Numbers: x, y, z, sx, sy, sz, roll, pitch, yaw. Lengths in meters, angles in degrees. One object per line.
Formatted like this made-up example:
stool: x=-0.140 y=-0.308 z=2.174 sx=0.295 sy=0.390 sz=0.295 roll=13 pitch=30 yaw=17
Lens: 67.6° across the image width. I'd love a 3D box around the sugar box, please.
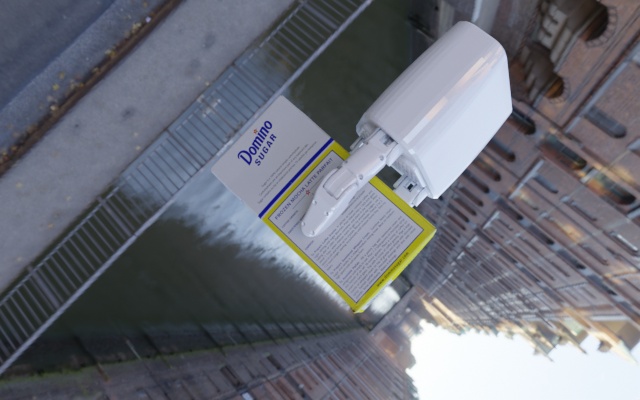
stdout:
sugar box: x=0.000 y=0.001 z=0.408 sx=0.176 sy=0.093 sz=0.048 roll=43 pitch=-2 yaw=17
